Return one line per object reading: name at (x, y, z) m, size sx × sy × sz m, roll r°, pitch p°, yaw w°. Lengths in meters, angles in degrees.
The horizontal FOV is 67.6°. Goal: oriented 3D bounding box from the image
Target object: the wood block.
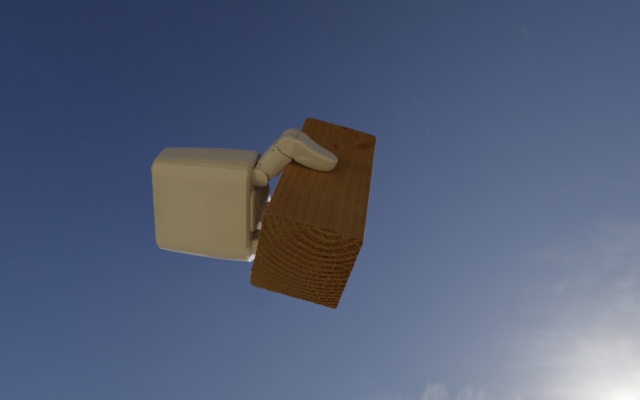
wood block at (0.000, 0.001, 0.512) m, size 0.090 × 0.091 × 0.206 m, roll 16°, pitch 35°, yaw -1°
